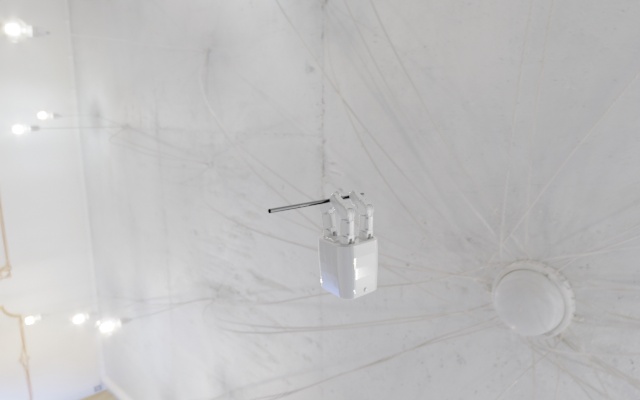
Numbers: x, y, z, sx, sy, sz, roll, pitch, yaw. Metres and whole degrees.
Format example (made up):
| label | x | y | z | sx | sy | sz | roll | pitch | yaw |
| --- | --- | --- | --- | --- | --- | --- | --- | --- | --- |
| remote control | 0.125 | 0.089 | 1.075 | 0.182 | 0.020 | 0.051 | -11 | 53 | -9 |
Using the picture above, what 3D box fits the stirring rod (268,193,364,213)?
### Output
| label | x | y | z | sx | sy | sz | roll | pitch | yaw |
| --- | --- | --- | --- | --- | --- | --- | --- | --- | --- |
| stirring rod | 0.000 | 0.003 | 0.884 | 0.239 | 0.011 | 0.011 | -10 | 7 | -44 |
